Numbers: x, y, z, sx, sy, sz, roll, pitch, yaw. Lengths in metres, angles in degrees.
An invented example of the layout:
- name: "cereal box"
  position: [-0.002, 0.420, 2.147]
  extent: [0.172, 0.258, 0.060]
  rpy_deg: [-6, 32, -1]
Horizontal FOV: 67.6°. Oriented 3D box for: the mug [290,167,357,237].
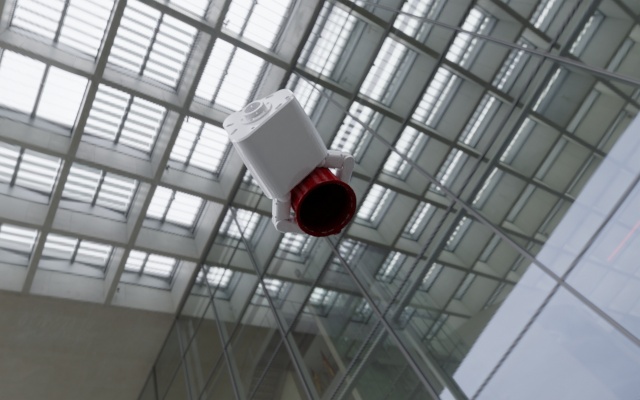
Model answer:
- name: "mug"
  position: [0.001, 0.003, 0.716]
  extent: [0.093, 0.117, 0.081]
  rpy_deg: [-33, 36, -3]
